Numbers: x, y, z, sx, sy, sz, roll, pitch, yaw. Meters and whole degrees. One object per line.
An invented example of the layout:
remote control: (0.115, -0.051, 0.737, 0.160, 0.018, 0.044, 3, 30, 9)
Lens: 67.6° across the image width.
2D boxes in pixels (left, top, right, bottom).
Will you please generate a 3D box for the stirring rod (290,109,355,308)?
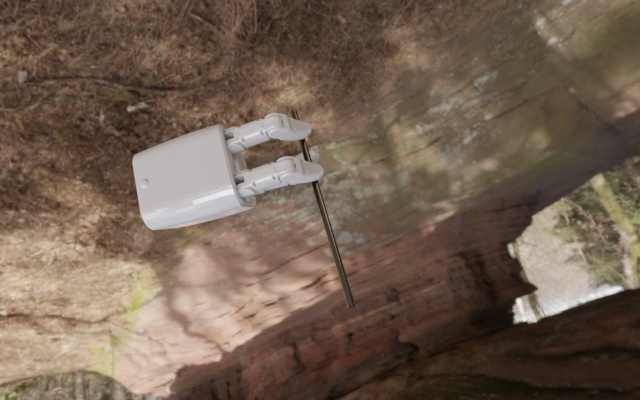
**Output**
stirring rod: (0.000, 0.002, 0.534, 0.011, 0.239, 0.011, -15, -19, -5)
